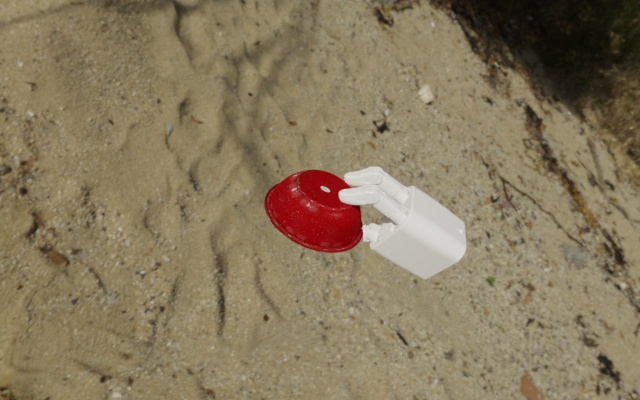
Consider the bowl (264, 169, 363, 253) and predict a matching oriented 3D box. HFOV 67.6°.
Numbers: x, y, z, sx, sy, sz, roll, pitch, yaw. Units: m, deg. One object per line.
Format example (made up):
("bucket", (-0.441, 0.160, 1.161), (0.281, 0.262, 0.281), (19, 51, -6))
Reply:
("bowl", (-0.001, 0.002, 0.719), (0.162, 0.055, 0.162), (16, 36, -12))
